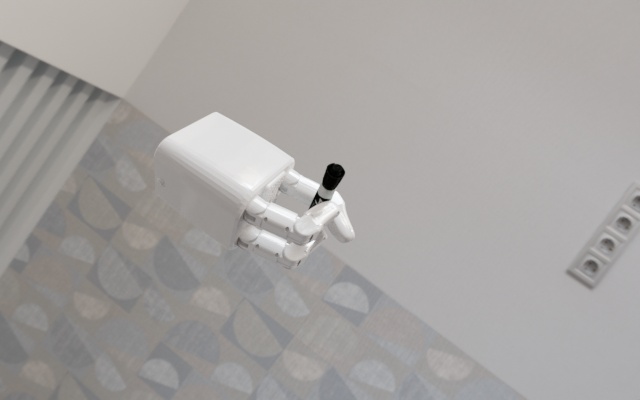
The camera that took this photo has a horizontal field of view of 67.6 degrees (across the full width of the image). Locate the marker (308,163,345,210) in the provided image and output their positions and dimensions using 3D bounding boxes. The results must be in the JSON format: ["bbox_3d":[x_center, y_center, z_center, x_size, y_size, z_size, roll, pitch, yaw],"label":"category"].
[{"bbox_3d":[0.000,0.002,0.496,0.020,0.020,0.121,0,-33,-18],"label":"marker"}]
